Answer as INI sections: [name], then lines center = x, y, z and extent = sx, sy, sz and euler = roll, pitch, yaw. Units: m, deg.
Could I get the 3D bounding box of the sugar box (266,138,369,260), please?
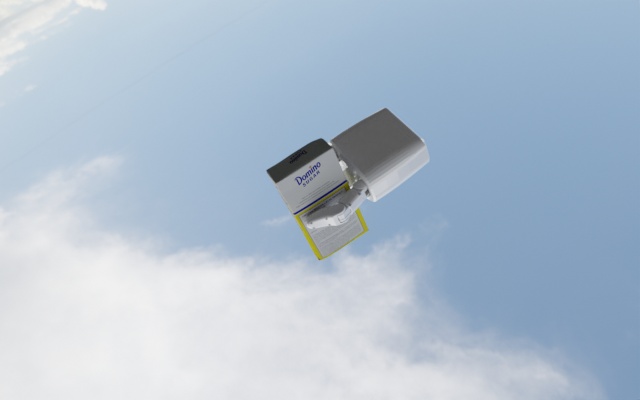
[sugar box]
center = 0.000, 0.002, 0.698
extent = 0.093, 0.176, 0.048
euler = -32, 39, -7
